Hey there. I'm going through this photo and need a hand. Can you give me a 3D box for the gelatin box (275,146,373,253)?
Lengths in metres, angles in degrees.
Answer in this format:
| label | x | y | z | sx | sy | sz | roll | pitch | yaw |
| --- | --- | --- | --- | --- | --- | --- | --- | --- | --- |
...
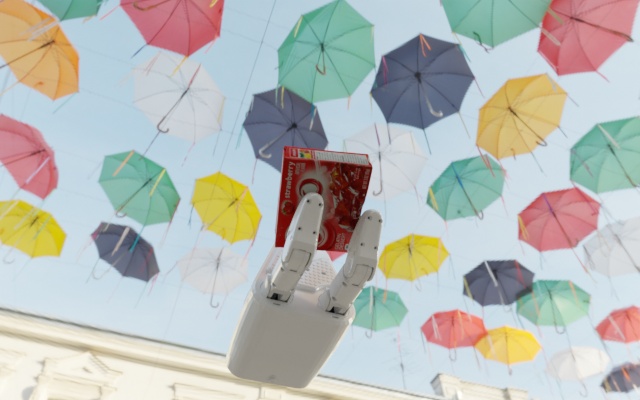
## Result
| label | x | y | z | sx | sy | sz | roll | pitch | yaw |
| --- | --- | --- | --- | --- | --- | --- | --- | --- | --- |
| gelatin box | 0.000 | 0.001 | 0.410 | 0.073 | 0.089 | 0.030 | 5 | 29 | -7 |
